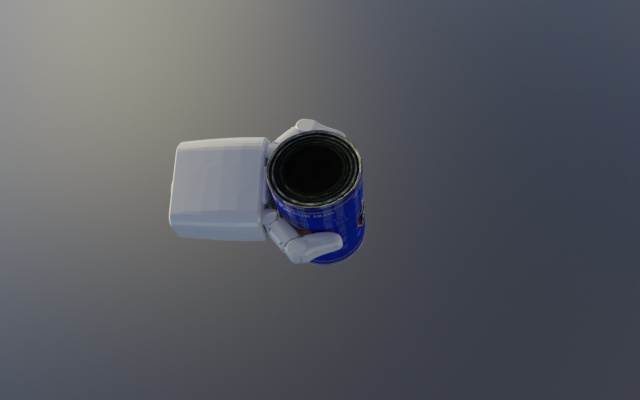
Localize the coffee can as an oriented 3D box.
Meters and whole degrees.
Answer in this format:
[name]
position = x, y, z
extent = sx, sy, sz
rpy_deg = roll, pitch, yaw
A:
[coffee can]
position = 0.000, 0.002, 0.559
extent = 0.103, 0.102, 0.140
rpy_deg = 0, -32, 7
